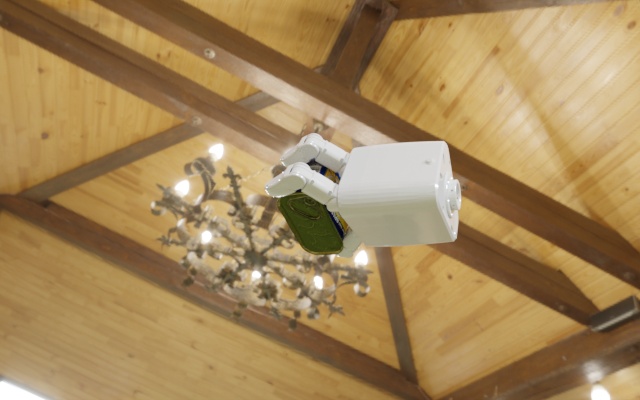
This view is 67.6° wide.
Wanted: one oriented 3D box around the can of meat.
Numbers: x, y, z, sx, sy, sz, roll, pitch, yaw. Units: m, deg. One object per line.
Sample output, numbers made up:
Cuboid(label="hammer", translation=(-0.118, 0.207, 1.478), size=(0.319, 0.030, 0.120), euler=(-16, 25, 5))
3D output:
Cuboid(label="can of meat", translation=(0.000, 0.002, 0.583), size=(0.057, 0.102, 0.084), euler=(-6, 41, 27))
